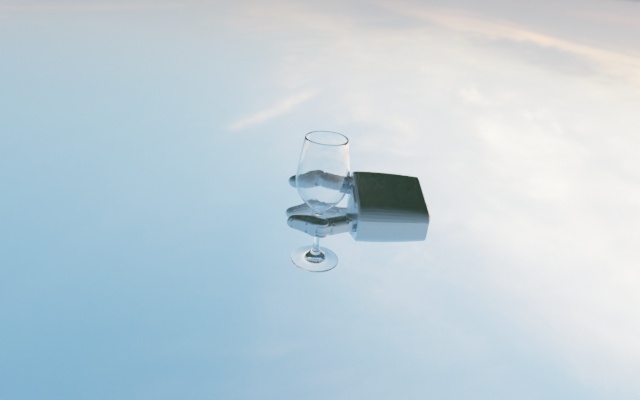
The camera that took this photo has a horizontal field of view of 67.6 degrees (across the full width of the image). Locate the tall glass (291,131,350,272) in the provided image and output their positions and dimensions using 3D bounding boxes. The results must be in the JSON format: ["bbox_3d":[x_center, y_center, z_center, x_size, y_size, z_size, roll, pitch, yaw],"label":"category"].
[{"bbox_3d":[0.000,0.003,0.704,0.079,0.201,0.079,4,26,-2],"label":"tall glass"}]
